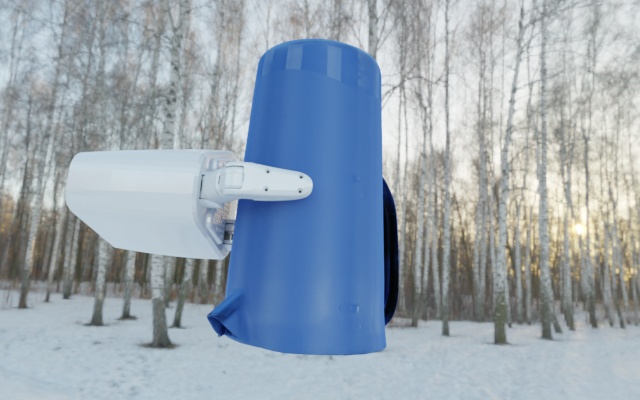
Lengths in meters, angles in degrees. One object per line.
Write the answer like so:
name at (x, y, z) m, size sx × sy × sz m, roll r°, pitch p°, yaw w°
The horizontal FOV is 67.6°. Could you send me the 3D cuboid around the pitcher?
pitcher at (0.000, 0.001, 0.405) m, size 0.145 × 0.242 × 0.149 m, roll 3°, pitch -9°, yaw 6°
